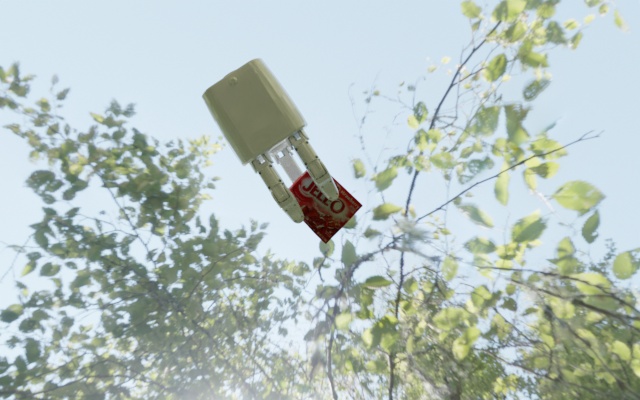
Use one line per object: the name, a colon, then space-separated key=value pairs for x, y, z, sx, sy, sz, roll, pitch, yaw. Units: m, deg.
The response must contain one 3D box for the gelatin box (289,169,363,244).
gelatin box: x=0.000 y=0.002 z=0.646 sx=0.089 sy=0.073 sz=0.030 roll=44 pitch=1 yaw=-7
